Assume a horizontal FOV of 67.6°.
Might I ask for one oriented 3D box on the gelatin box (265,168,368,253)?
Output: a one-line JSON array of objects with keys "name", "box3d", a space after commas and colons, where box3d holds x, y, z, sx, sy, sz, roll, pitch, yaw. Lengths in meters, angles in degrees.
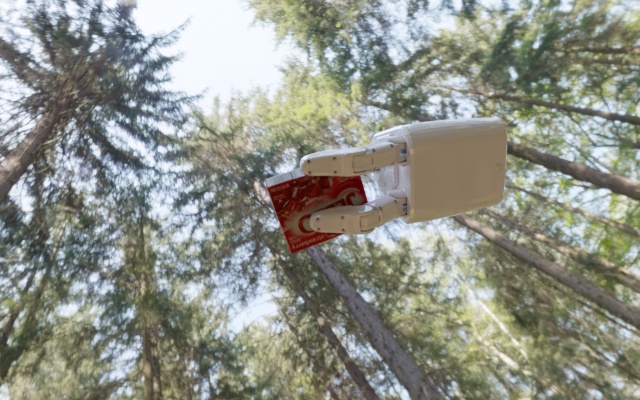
[{"name": "gelatin box", "box3d": [0.000, 0.001, 0.465, 0.089, 0.073, 0.030, -19, 22, -3]}]
